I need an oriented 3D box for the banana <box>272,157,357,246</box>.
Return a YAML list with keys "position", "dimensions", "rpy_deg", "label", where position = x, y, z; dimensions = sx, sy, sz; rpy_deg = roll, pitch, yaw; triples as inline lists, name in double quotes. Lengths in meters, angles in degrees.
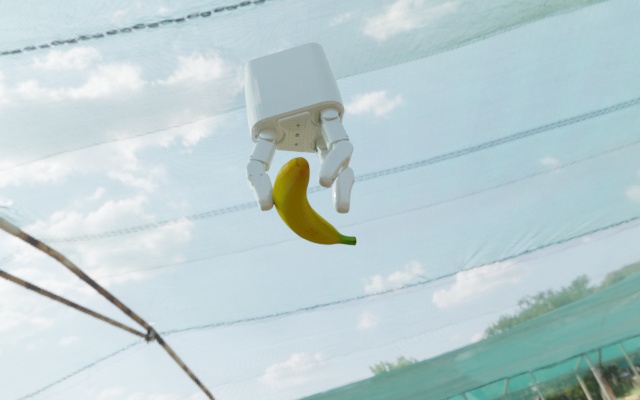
- position: [-0.016, 0.008, 0.545]
  dimensions: [0.069, 0.037, 0.198]
  rpy_deg: [-15, -30, 13]
  label: "banana"
